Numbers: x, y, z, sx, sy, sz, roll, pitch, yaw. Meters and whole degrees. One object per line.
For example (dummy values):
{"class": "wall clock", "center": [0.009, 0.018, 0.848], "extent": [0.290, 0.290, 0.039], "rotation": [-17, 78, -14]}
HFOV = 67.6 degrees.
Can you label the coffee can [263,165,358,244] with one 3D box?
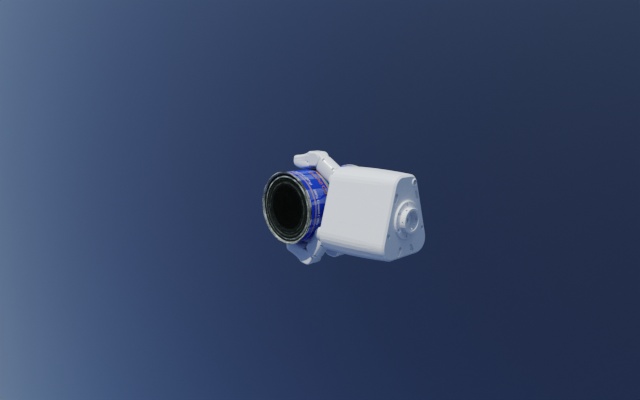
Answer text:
{"class": "coffee can", "center": [0.000, 0.002, 0.713], "extent": [0.140, 0.103, 0.103], "rotation": [-10, 7, -44]}
